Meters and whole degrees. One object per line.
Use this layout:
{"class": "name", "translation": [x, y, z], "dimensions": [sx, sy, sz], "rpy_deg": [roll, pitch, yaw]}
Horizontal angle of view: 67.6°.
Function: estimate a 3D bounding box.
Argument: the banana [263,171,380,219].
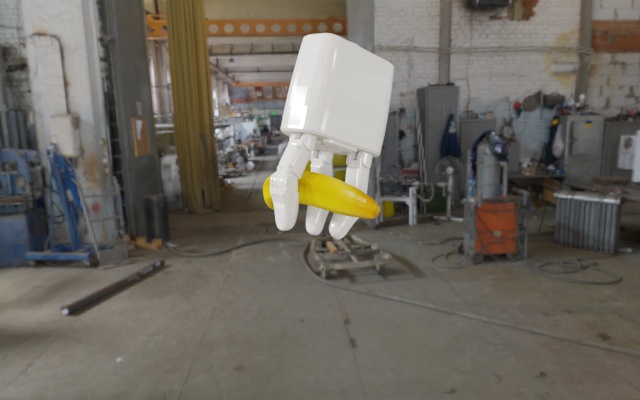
{"class": "banana", "translation": [-0.016, -0.007, 0.524], "dimensions": [0.070, 0.037, 0.198], "rpy_deg": [33, -17, -27]}
